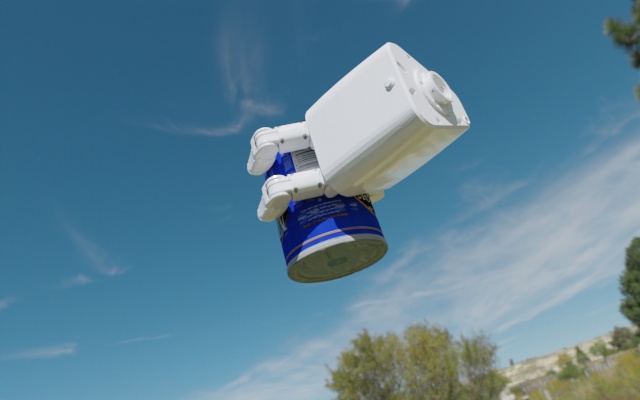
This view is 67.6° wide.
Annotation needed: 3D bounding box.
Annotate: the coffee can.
[{"bbox_3d":[0.000,0.002,0.498,0.103,0.140,0.103,-13,-26,-7],"label":"coffee can"}]
